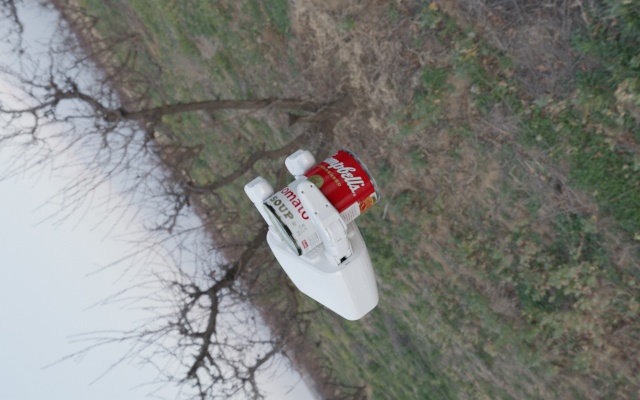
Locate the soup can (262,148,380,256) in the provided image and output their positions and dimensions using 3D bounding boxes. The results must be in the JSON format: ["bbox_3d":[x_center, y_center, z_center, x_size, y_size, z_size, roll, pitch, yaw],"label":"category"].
[{"bbox_3d":[0.000,0.002,0.489,0.102,0.068,0.068,-35,8,-12],"label":"soup can"}]
